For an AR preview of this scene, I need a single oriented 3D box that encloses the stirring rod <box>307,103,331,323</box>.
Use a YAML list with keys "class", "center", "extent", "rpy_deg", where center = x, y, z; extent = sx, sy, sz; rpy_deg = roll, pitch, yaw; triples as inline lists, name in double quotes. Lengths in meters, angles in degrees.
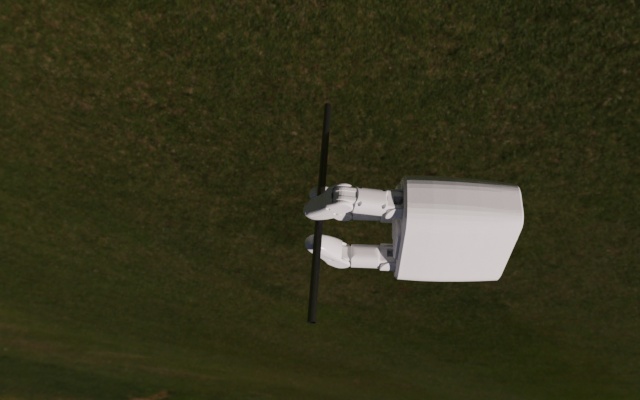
- class: "stirring rod"
  center: [0.000, 0.001, 0.480]
  extent: [0.011, 0.239, 0.011]
  rpy_deg: [4, -26, 2]
